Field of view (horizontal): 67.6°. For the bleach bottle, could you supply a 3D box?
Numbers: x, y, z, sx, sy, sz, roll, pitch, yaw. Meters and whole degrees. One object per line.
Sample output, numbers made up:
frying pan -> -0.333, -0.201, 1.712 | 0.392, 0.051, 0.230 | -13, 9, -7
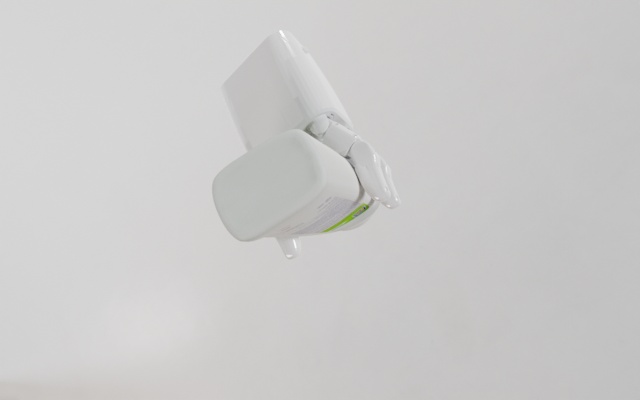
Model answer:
bleach bottle -> 0.000, 0.002, 0.489 | 0.102, 0.068, 0.251 | -31, -16, 13
